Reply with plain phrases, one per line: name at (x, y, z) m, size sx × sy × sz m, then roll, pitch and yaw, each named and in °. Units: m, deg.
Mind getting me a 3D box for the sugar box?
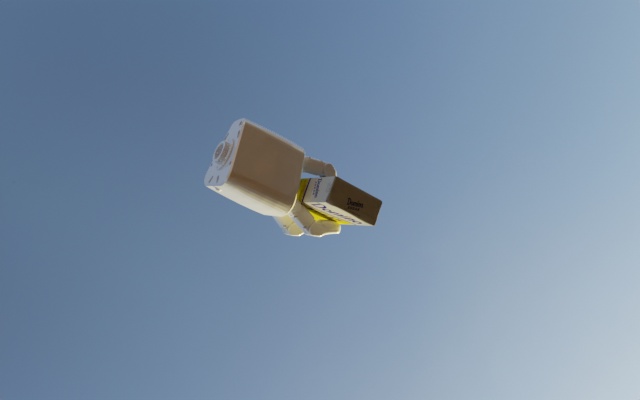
sugar box at (0.000, 0.003, 0.726) m, size 0.093 × 0.048 × 0.176 m, roll 26°, pitch -12°, yaw -30°
